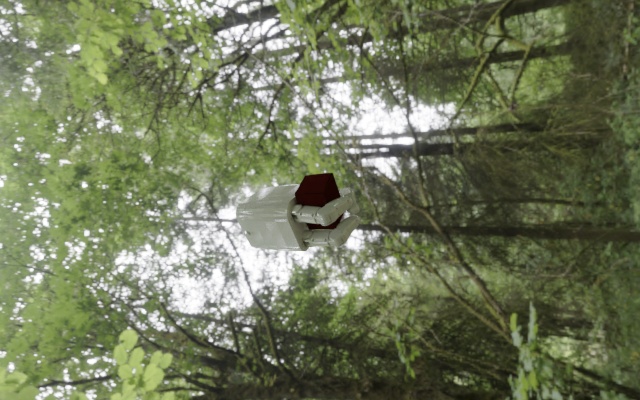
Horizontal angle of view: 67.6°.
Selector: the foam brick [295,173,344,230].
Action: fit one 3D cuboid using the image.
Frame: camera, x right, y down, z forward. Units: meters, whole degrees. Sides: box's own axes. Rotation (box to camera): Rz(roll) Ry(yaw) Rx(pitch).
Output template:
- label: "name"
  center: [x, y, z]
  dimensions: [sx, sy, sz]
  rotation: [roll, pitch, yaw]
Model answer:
- label: "foam brick"
  center: [0.000, 0.002, 0.768]
  dimensions: [0.051, 0.078, 0.053]
  rotation: [-1, 38, 26]
